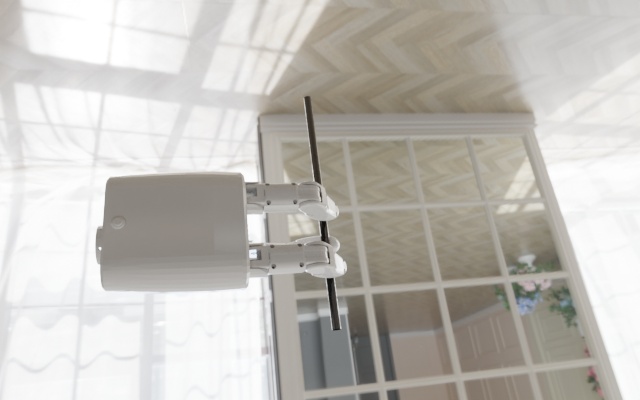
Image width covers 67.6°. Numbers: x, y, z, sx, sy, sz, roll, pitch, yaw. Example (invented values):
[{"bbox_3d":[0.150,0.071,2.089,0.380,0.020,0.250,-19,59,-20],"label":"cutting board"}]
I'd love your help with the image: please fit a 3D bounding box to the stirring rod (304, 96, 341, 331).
[{"bbox_3d":[0.000,0.001,0.458,0.011,0.239,0.011,-6,-23,-3],"label":"stirring rod"}]
